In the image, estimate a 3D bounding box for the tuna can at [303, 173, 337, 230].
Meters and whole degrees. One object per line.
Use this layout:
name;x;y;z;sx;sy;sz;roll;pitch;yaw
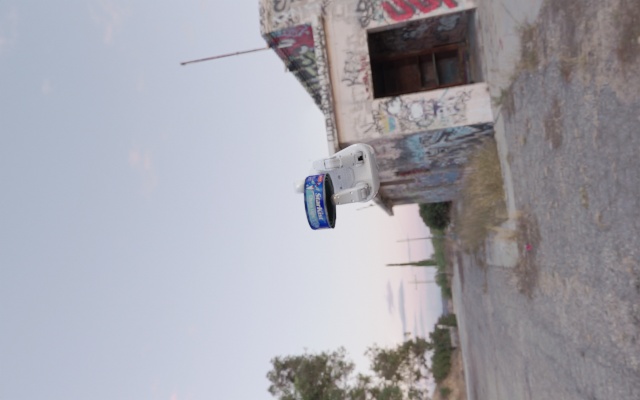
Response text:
tuna can;0.000;0.002;0.730;0.034;0.086;0.086;-6;-1;11
